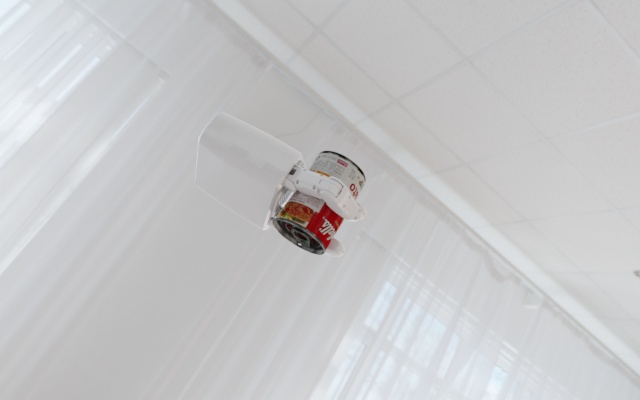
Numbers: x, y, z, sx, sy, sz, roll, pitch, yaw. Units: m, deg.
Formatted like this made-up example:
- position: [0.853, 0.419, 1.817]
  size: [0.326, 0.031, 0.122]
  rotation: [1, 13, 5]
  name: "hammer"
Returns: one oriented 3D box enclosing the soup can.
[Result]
- position: [0.001, 0.002, 0.551]
  size: [0.068, 0.102, 0.068]
  rotation: [28, -22, 12]
  name: "soup can"
